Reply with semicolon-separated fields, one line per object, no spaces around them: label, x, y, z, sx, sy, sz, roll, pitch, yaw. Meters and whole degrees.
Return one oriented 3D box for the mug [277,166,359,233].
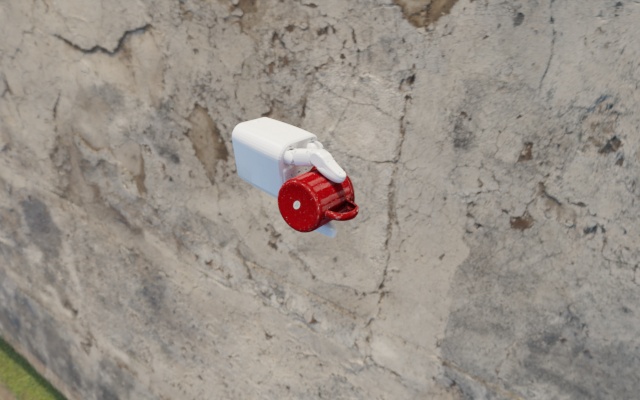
mug;0.001;0.003;0.702;0.117;0.093;0.081;26;32;28
